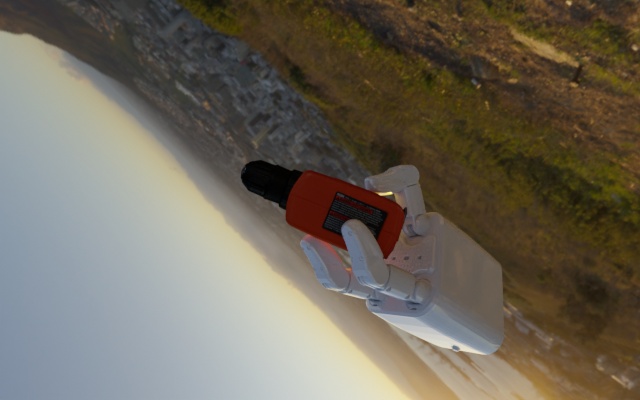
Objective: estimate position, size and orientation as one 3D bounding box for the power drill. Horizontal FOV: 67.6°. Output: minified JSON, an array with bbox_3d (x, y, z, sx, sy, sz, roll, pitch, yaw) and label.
[{"bbox_3d":[0.000,0.002,0.501,0.184,0.057,0.187,20,3,-6],"label":"power drill"}]
